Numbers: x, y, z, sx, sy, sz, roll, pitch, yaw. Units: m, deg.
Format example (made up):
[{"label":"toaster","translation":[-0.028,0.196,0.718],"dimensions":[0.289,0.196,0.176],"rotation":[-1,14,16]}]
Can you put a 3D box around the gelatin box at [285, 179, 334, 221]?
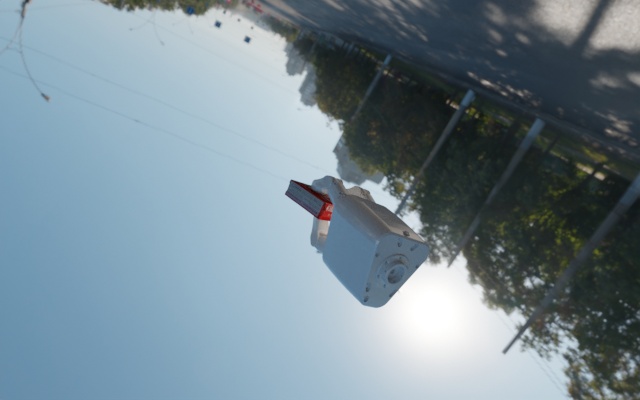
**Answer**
[{"label":"gelatin box","translation":[0.000,0.003,0.734],"dimensions":[0.073,0.030,0.089],"rotation":[14,14,-47]}]
